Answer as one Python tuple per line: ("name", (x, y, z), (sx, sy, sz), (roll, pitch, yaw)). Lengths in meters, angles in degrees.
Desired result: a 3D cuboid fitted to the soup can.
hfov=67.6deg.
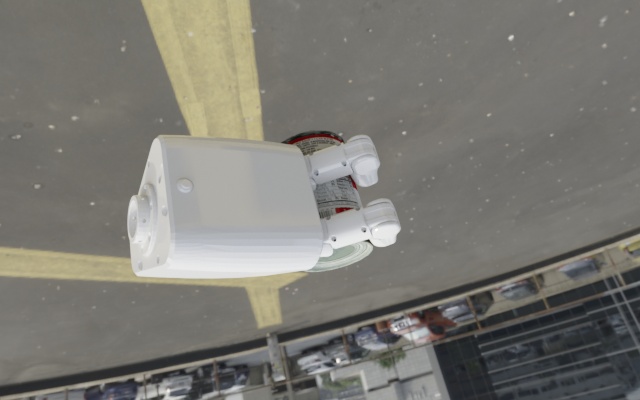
("soup can", (0.000, 0.002, 0.406), (0.068, 0.102, 0.068), (-12, -24, -6))
